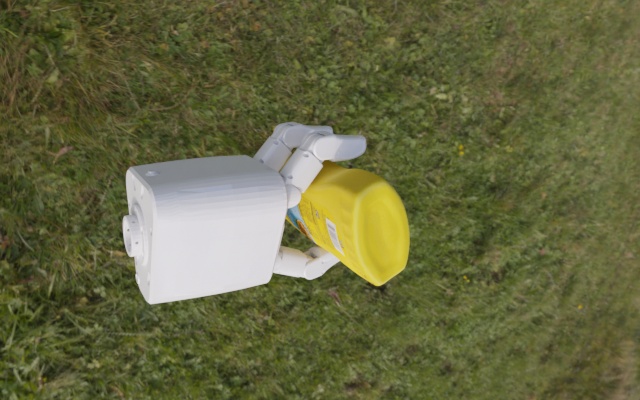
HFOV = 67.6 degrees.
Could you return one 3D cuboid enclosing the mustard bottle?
[{"bbox_3d":[0.000,0.001,0.457,0.058,0.096,0.191,-32,32,-21],"label":"mustard bottle"}]
